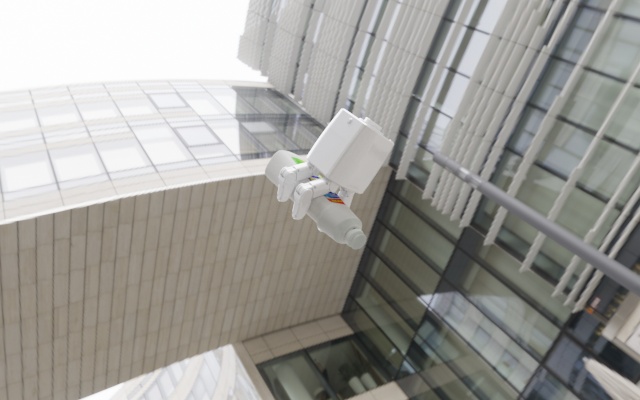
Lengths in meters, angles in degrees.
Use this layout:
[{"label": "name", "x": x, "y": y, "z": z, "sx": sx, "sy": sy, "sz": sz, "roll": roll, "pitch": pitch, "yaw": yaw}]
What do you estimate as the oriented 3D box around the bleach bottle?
[{"label": "bleach bottle", "x": 0.000, "y": 0.003, "z": 0.825, "sx": 0.102, "sy": 0.068, "sz": 0.250, "roll": 24, "pitch": 15, "yaw": -45}]
